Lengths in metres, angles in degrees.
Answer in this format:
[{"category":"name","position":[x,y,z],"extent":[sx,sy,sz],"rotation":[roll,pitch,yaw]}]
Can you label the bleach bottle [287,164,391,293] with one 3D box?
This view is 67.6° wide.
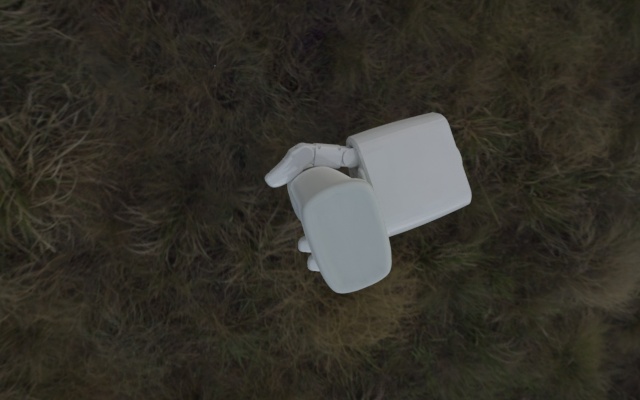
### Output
[{"category":"bleach bottle","position":[0.000,0.002,0.517],"extent":[0.068,0.102,0.250],"rotation":[-20,19,-6]}]
